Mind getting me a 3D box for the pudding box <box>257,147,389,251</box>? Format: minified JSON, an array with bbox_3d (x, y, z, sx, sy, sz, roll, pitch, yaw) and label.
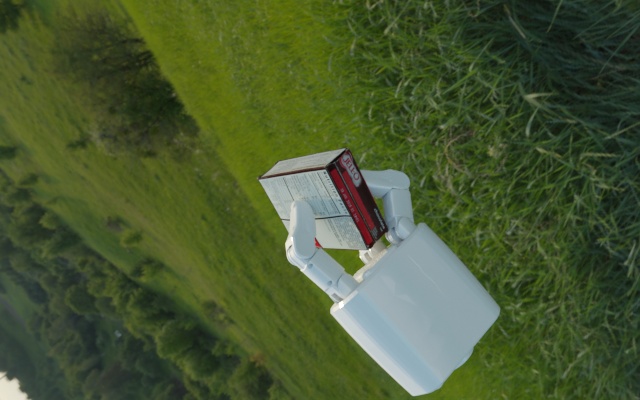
[{"bbox_3d":[0.000,0.002,0.461,0.113,0.090,0.039,-5,28,49],"label":"pudding box"}]
